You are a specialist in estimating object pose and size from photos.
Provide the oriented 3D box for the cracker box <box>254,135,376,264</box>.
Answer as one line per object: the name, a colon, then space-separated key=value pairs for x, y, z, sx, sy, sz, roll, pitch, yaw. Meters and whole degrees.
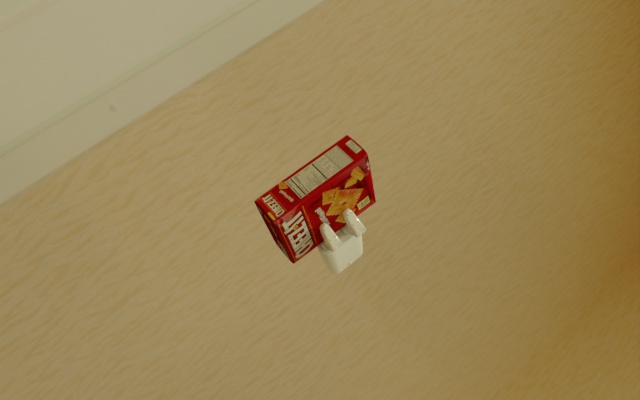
cracker box: x=0.000 y=0.003 z=0.900 sx=0.213 sy=0.072 sz=0.164 roll=-37 pitch=-33 yaw=-13
